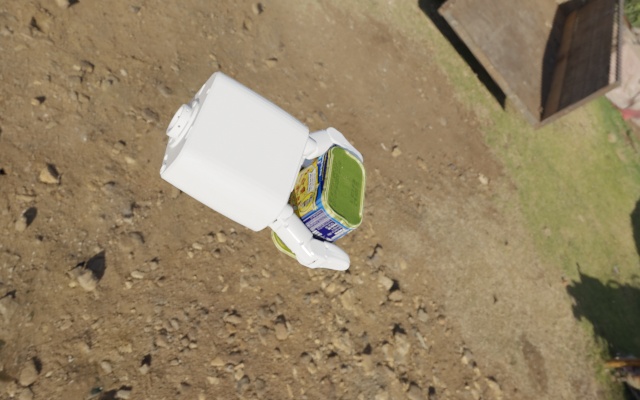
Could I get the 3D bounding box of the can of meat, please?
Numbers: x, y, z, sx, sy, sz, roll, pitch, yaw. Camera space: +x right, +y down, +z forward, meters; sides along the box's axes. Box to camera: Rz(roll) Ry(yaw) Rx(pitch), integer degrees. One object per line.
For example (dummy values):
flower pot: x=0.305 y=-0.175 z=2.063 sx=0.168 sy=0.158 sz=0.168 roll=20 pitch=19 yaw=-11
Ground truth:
can of meat: x=0.000 y=0.002 z=0.508 sx=0.057 sy=0.102 sz=0.084 roll=33 pitch=-47 yaw=-25
